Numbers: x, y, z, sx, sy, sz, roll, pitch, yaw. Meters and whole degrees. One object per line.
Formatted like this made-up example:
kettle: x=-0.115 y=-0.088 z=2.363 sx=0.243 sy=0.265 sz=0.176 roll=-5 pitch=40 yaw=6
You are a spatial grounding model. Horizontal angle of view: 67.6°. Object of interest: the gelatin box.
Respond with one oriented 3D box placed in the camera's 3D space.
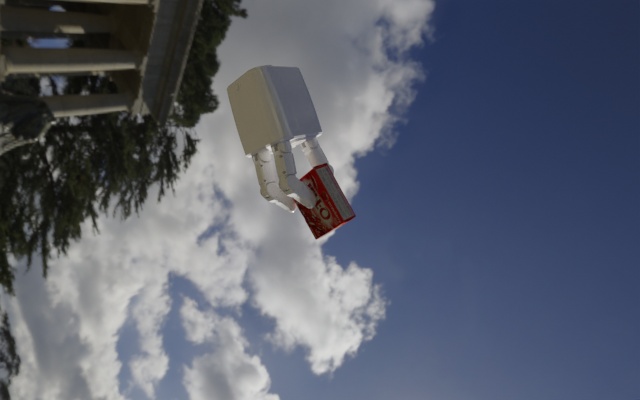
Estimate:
gelatin box: x=0.001 y=0.002 z=0.683 sx=0.030 sy=0.089 sz=0.073 roll=-24 pitch=-8 yaw=-42
